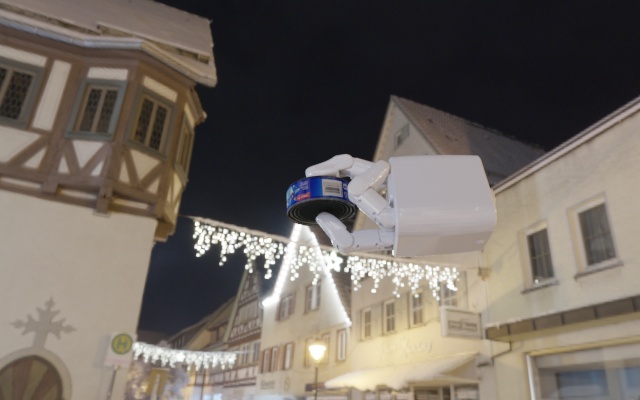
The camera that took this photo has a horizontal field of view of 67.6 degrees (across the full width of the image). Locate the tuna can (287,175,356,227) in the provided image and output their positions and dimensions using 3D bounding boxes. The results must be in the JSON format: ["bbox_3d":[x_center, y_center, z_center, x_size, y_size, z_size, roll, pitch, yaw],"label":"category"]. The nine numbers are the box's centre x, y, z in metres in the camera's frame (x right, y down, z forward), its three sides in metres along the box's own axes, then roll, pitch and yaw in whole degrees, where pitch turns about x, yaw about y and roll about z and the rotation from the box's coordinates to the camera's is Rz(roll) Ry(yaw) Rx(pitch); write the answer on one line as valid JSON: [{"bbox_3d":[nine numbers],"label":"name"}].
[{"bbox_3d":[0.000,0.001,0.597,0.086,0.033,0.086,-3,-25,-1],"label":"tuna can"}]
